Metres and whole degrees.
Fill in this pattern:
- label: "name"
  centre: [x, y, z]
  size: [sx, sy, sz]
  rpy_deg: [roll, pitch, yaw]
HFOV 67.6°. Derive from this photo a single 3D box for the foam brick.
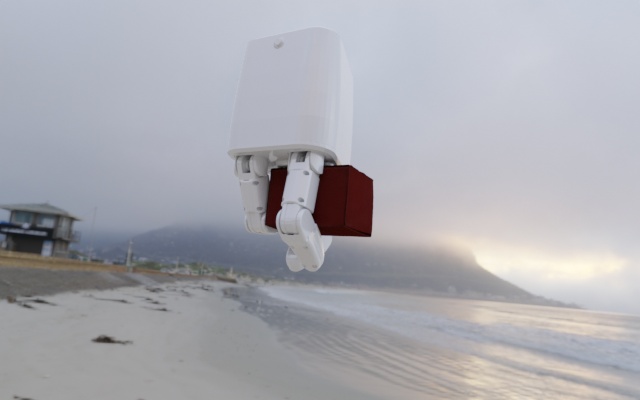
- label: "foam brick"
  centre: [0.000, 0.001, 0.406]
  size: [0.078, 0.051, 0.053]
  rpy_deg: [0, -13, 29]
